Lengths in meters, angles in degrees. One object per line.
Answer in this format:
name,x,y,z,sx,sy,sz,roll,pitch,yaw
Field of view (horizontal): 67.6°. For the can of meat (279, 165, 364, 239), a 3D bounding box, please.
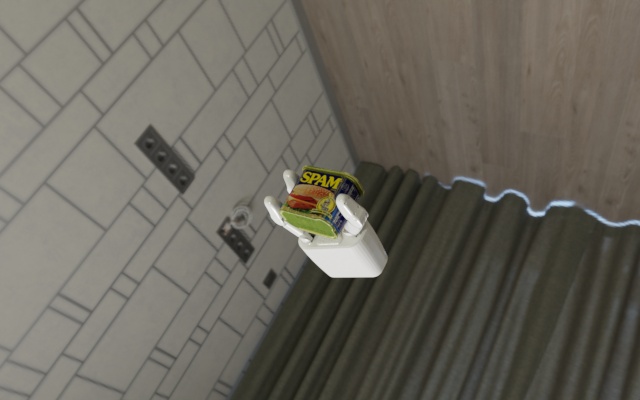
can of meat,0.000,0.003,0.705,0.102,0.084,0.057,13,-28,35
